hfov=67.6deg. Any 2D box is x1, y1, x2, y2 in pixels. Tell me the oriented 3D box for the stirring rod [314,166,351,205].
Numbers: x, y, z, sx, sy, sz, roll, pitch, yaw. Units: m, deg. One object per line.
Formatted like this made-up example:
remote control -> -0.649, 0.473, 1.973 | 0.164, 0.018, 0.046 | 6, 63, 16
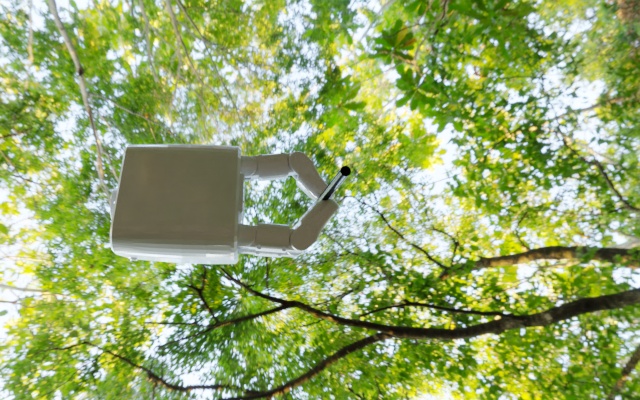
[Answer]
stirring rod -> 0.000, 0.001, 0.465 | 0.011, 0.011, 0.239 | 0, -11, -9
